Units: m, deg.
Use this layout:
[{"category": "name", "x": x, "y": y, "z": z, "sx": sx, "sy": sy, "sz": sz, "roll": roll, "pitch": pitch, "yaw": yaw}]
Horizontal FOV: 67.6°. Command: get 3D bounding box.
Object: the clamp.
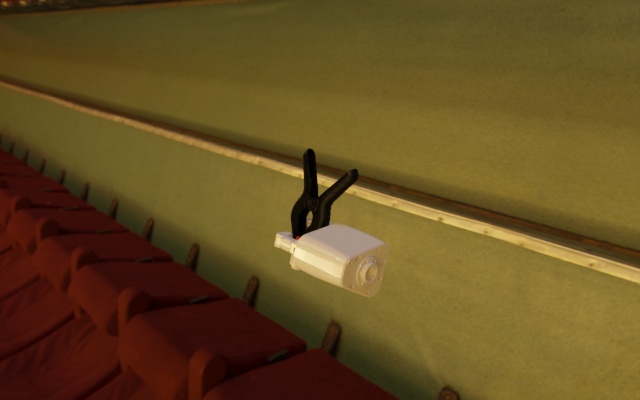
[{"category": "clamp", "x": 0.000, "y": 0.003, "z": 0.821, "sx": 0.039, "sy": 0.171, "sz": 0.120, "roll": 6, "pitch": 9, "yaw": -45}]
